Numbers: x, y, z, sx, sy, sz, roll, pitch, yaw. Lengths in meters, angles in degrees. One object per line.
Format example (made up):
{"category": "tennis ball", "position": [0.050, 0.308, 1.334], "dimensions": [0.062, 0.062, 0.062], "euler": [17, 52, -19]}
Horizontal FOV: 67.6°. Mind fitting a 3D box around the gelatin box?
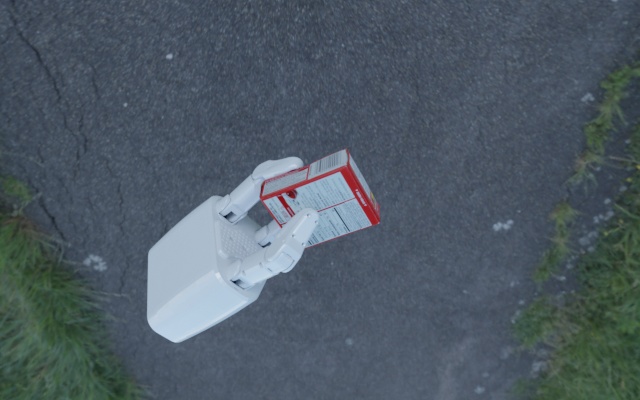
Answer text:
{"category": "gelatin box", "position": [0.000, 0.002, 0.437], "dimensions": [0.089, 0.073, 0.030], "euler": [-20, 36, 19]}
